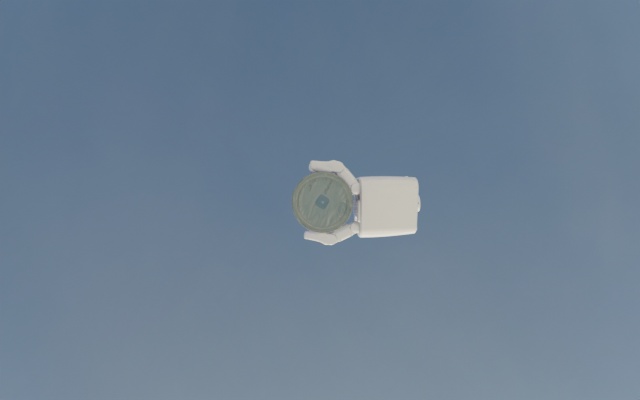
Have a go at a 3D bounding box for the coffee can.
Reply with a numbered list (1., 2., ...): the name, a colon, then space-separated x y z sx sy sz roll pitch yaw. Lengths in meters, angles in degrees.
1. coffee can: 0.000 0.003 0.860 0.103 0.103 0.140 0 0 -3
